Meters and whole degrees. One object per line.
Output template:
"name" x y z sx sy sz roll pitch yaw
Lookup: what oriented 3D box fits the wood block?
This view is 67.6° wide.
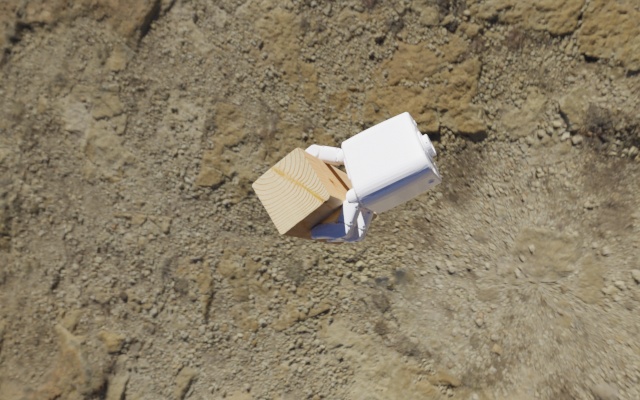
"wood block" 0.000 0.002 0.735 0.090 0.090 0.206 -38 -22 14
